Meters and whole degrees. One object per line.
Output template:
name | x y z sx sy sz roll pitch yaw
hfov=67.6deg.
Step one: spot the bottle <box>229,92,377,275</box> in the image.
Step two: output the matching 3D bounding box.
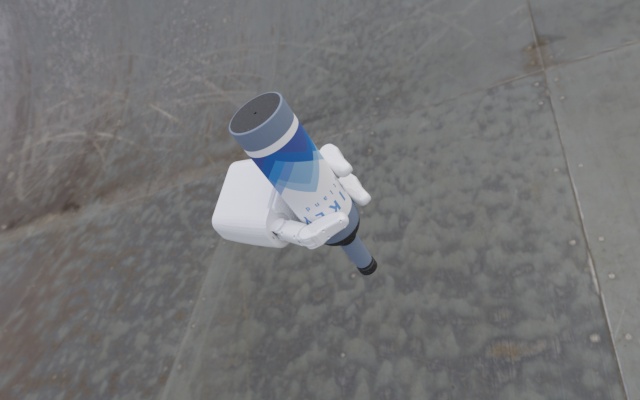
bottle | 0.000 0.002 0.588 0.069 0.069 0.296 0 -39 37
